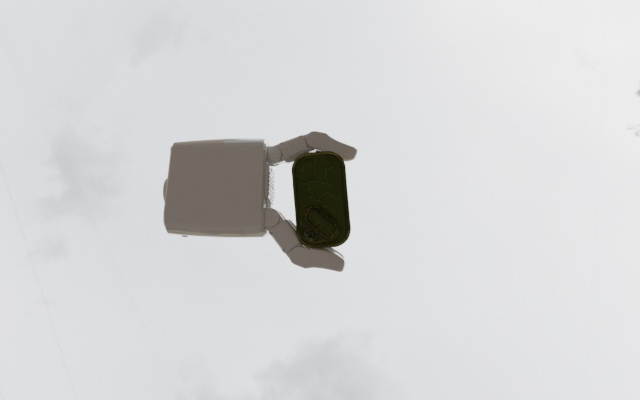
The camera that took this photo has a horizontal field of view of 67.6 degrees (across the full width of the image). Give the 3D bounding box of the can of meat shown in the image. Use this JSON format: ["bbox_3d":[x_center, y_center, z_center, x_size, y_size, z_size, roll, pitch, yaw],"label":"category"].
[{"bbox_3d":[0.000,0.002,0.542,0.057,0.102,0.084,-5,-4,-1],"label":"can of meat"}]
